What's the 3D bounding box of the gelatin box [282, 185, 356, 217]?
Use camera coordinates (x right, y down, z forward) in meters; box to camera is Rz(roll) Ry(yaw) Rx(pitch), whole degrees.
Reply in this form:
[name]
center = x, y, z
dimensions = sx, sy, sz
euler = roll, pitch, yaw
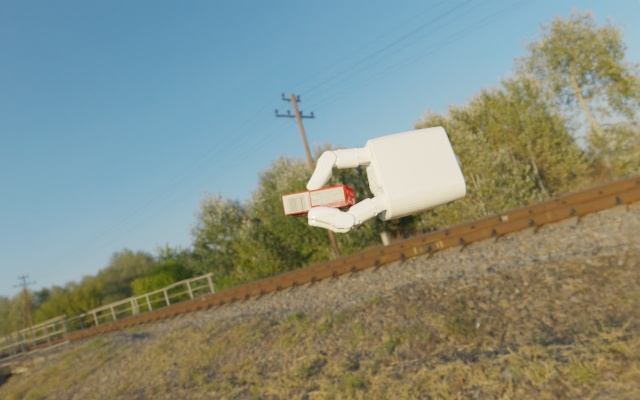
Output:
[gelatin box]
center = 0.000, 0.002, 0.662
dimensions = 0.089, 0.030, 0.073
euler = -10, -5, 11
